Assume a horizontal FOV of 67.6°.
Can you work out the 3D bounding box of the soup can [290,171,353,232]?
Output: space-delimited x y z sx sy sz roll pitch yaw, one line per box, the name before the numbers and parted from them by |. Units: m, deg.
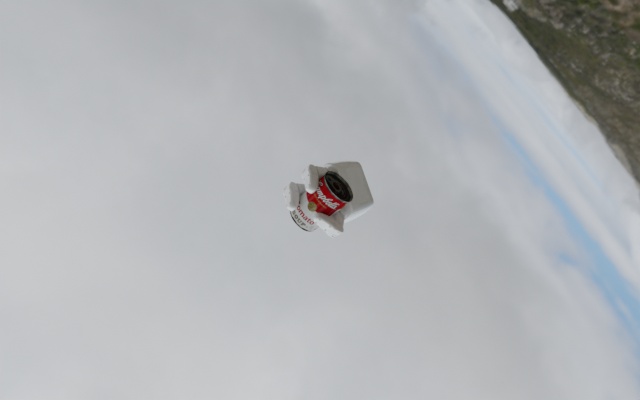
soup can | 0.000 0.003 0.870 0.102 0.068 0.068 -40 -23 31
